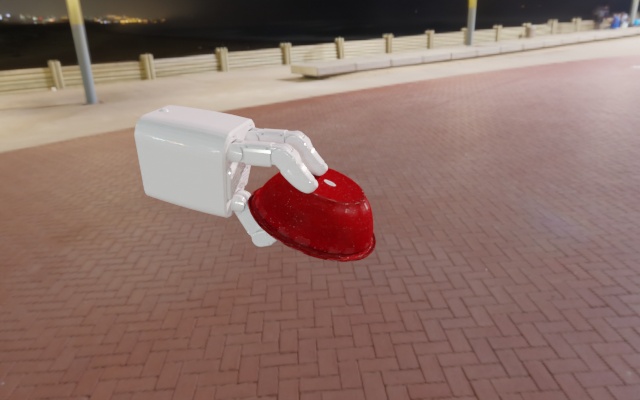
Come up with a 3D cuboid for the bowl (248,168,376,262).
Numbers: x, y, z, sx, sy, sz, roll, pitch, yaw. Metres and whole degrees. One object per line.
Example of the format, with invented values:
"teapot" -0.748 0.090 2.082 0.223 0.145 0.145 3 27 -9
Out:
"bowl" 0.001 0.002 0.562 0.162 0.055 0.162 18 25 -9
